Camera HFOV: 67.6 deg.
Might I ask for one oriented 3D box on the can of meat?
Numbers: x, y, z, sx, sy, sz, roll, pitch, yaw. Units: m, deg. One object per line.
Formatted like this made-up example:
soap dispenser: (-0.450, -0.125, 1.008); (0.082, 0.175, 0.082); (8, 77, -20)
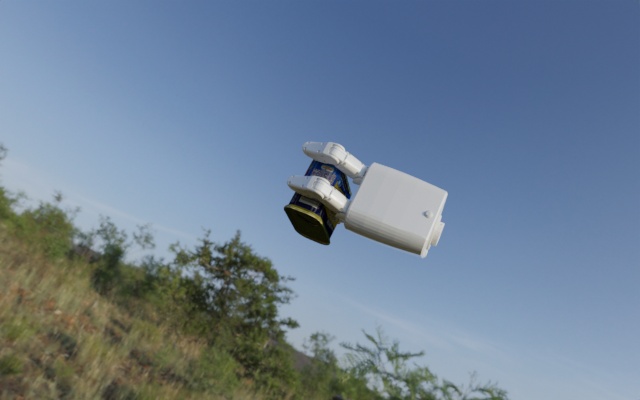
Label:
can of meat: (0.000, 0.002, 0.665); (0.057, 0.084, 0.102); (20, -21, 20)
